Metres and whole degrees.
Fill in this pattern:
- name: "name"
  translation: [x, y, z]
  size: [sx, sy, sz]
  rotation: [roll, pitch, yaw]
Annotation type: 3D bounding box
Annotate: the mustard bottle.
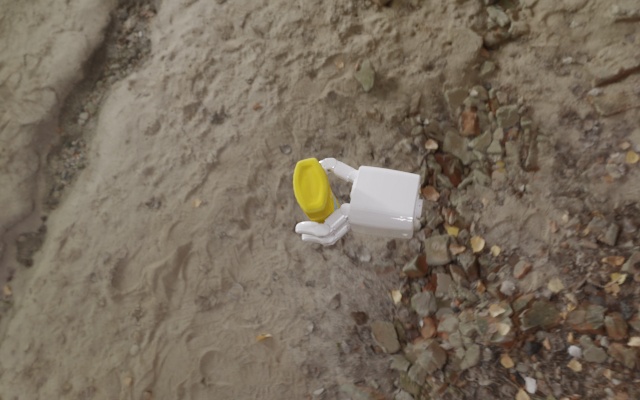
- name: "mustard bottle"
  translation: [0.000, 0.003, 0.851]
  size: [0.058, 0.096, 0.192]
  rotation: [-14, -20, 6]
